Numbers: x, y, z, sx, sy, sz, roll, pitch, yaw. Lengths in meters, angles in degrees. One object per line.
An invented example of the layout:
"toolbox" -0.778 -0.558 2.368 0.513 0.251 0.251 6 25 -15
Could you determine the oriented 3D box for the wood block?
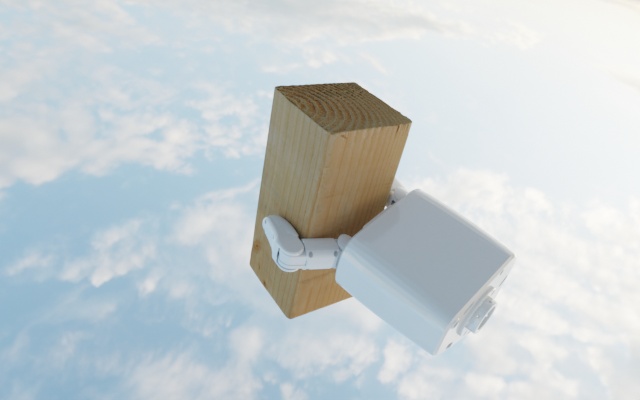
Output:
"wood block" 0.000 0.002 0.459 0.091 0.206 0.090 -12 41 -33
